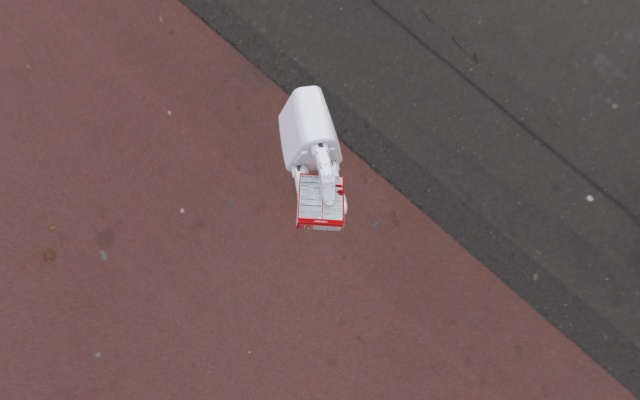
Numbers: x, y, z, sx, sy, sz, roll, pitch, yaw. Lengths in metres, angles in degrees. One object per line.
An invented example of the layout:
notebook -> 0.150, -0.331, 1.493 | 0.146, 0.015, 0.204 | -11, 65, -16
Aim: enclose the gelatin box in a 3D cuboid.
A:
gelatin box -> 0.000, 0.003, 0.760 | 0.073, 0.089, 0.030 | 4, -26, -5
